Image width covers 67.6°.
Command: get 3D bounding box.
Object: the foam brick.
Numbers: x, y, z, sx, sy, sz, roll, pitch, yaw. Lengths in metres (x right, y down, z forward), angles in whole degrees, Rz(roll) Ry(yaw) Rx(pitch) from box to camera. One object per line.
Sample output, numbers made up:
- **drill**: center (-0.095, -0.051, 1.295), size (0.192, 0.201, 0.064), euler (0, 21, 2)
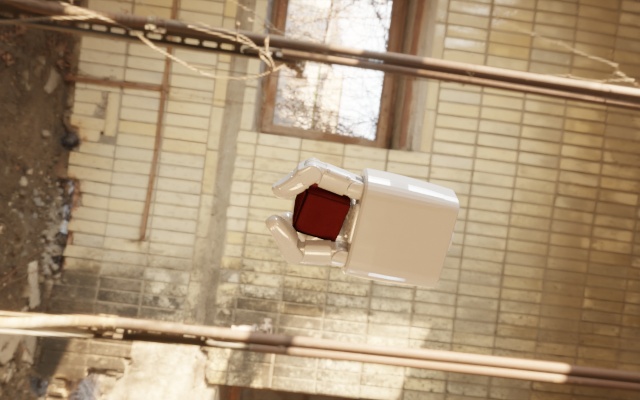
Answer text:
- **foam brick**: center (0.000, 0.002, 0.545), size (0.051, 0.053, 0.078), euler (16, 27, -8)
